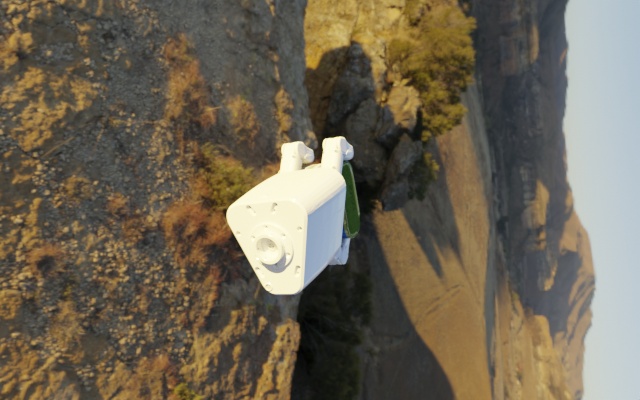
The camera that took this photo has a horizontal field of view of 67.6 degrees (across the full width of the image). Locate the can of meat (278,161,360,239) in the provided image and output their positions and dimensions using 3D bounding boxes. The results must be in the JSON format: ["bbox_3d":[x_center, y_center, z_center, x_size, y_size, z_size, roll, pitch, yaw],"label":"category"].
[{"bbox_3d":[0.000,0.002,0.614,0.084,0.102,0.057,-5,13,25],"label":"can of meat"}]
